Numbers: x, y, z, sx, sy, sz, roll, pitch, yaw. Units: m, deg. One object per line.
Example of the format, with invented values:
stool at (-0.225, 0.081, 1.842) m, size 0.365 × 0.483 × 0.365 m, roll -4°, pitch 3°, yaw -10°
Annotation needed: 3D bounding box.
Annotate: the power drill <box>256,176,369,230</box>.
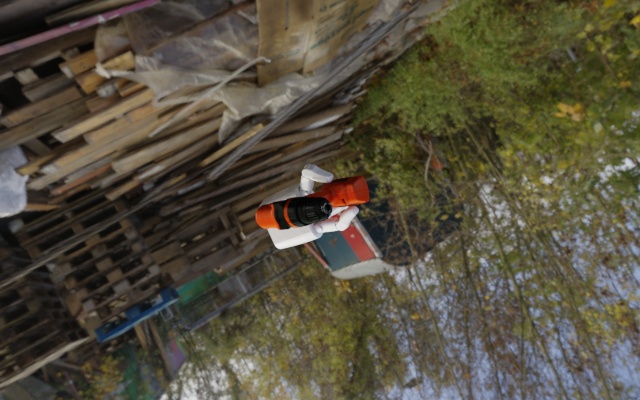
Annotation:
power drill at (0.000, 0.003, 0.862) m, size 0.187 × 0.057 × 0.184 m, roll -18°, pitch 8°, yaw -41°
